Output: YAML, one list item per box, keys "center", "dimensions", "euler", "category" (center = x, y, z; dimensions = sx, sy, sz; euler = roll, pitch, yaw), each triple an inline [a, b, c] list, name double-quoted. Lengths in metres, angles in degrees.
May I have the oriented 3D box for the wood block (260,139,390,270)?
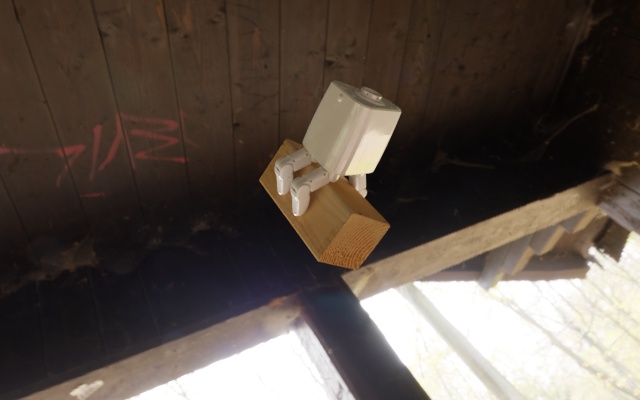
- center: [0.000, 0.002, 0.746]
  dimensions: [0.091, 0.090, 0.206]
  euler: [19, 23, -44]
  category: "wood block"
